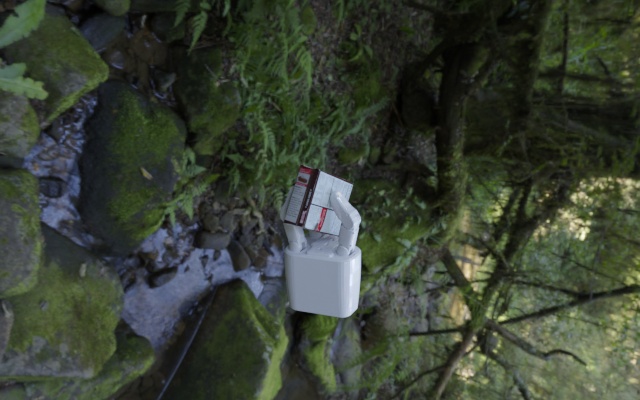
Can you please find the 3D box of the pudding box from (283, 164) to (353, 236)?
[{"bbox_3d":[0.000,0.002,0.720,0.039,0.090,0.113,15,-2,30],"label":"pudding box"}]
